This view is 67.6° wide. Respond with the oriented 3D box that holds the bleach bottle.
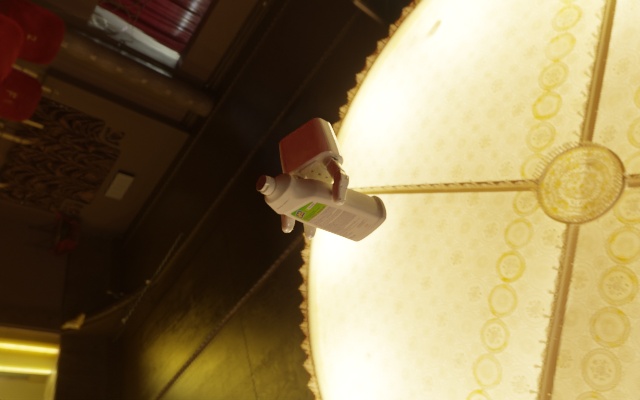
[{"bbox_3d":[0.000,0.003,0.868,0.251,0.068,0.103,22,-52,-36],"label":"bleach bottle"}]
